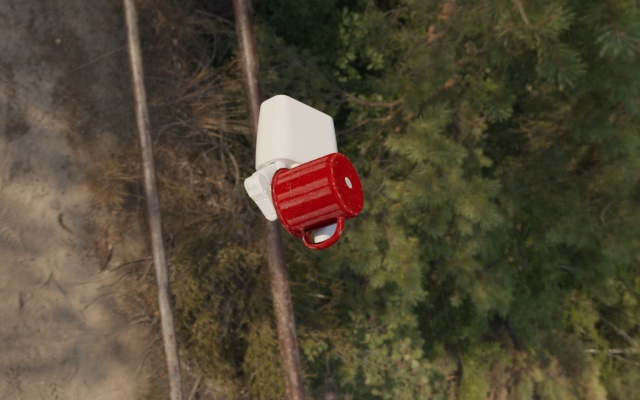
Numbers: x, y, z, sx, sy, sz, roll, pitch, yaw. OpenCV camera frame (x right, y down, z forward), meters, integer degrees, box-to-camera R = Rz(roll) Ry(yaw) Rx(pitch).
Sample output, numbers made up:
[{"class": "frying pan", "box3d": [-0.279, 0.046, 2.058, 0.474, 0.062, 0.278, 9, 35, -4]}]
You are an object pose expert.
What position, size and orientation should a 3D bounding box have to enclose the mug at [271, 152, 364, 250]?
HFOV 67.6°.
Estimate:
[{"class": "mug", "box3d": [0.000, 0.003, 0.574, 0.081, 0.117, 0.093, -19, -32, 27]}]
